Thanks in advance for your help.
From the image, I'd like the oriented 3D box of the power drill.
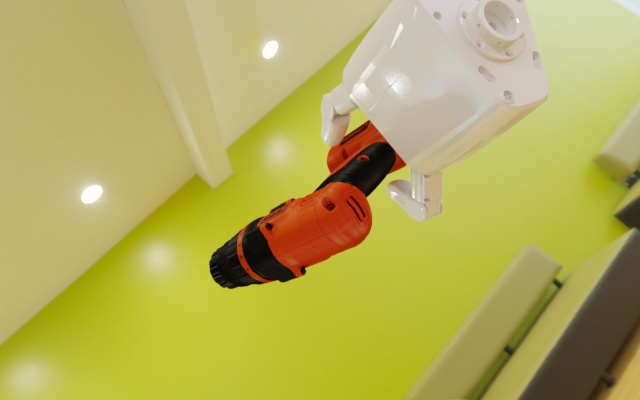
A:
[{"bbox_3d":[0.000,0.001,0.423,0.184,0.057,0.187,-25,16,44],"label":"power drill"}]
